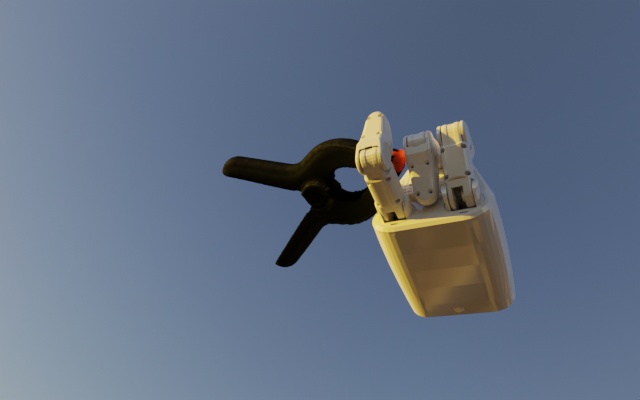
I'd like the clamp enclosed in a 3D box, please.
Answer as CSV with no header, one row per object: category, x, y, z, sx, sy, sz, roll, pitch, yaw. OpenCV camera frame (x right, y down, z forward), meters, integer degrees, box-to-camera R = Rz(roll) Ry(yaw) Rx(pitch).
clamp,0.000,0.001,0.436,0.171,0.120,0.039,-10,27,28
